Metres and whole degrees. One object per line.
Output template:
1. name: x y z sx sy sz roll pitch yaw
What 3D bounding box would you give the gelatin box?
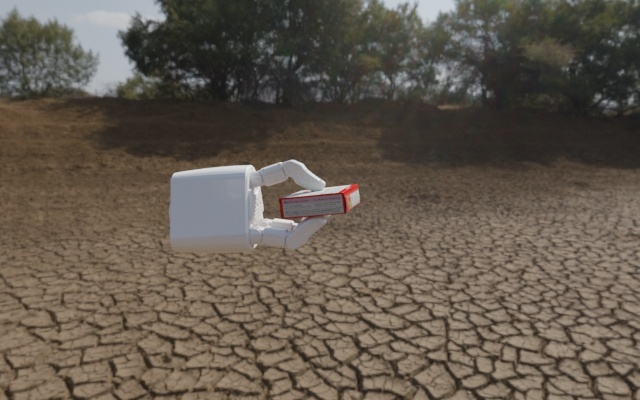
1. gelatin box: 0.000 0.002 0.624 0.089 0.030 0.073 -6 7 19
